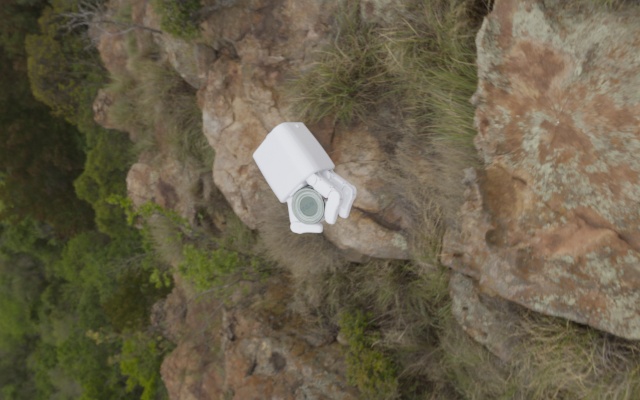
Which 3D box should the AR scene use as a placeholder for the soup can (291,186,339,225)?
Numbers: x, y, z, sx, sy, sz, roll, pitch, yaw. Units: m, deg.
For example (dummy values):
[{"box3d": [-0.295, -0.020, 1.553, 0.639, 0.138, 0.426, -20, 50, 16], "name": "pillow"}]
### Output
[{"box3d": [0.000, 0.003, 0.869, 0.068, 0.068, 0.102, 0, 8, 27], "name": "soup can"}]
